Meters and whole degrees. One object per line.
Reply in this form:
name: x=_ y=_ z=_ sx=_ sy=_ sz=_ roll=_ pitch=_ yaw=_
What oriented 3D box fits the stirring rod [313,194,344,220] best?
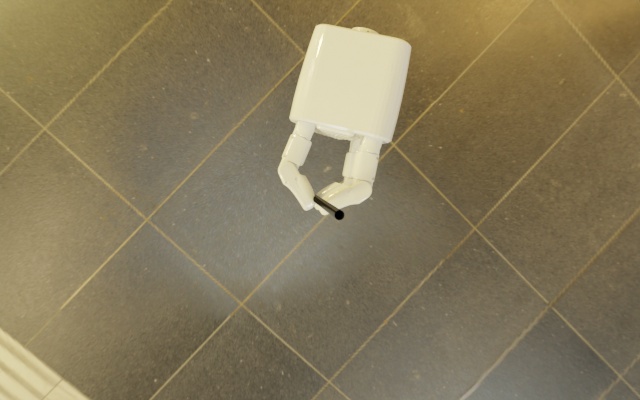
stirring rod: x=0.000 y=0.002 z=0.494 sx=0.011 sy=0.011 sz=0.239 roll=0 pitch=5 yaw=-7
